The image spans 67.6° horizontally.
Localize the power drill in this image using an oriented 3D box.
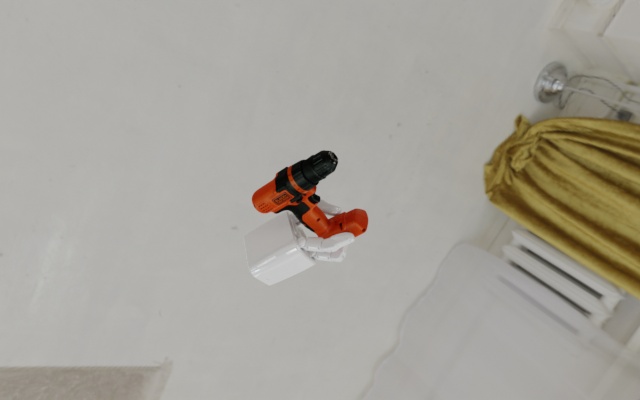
[{"bbox_3d":[0.000,0.003,0.847,0.184,0.057,0.188,-28,-52,33],"label":"power drill"}]
